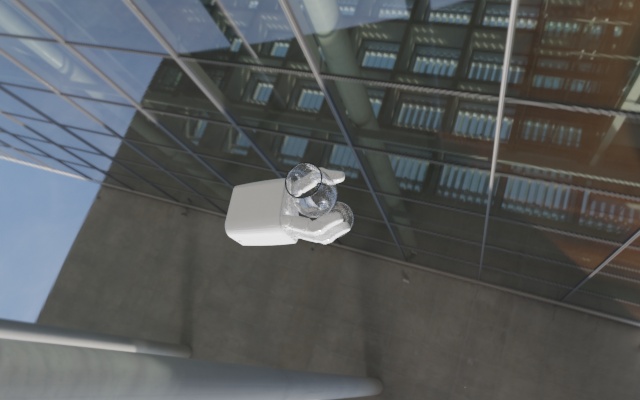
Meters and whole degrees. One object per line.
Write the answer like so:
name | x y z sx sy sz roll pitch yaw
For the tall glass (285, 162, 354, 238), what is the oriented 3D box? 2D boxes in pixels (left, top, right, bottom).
tall glass | 0.000 0.003 0.836 0.079 0.079 0.201 0 -21 17
